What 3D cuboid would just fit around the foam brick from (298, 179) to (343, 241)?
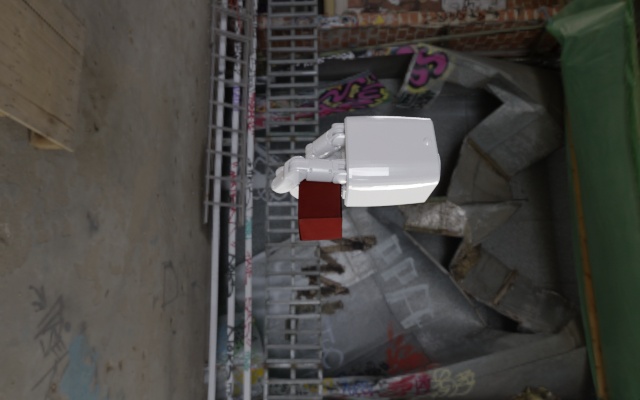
[{"bbox_3d":[0.000,0.002,0.568,0.051,0.078,0.053,0,-32,0],"label":"foam brick"}]
